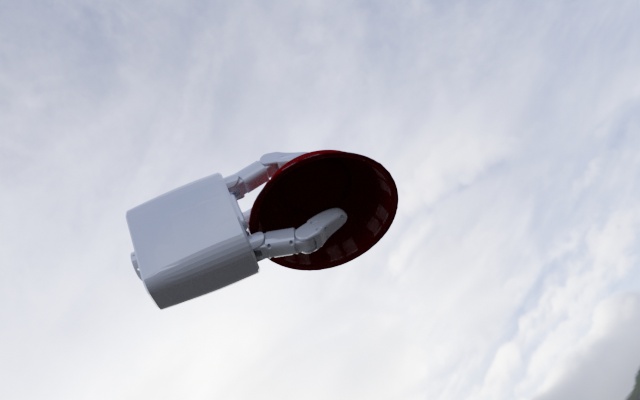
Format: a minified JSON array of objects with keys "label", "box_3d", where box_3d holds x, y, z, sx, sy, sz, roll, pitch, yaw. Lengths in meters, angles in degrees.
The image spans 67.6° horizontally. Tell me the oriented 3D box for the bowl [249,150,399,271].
[{"label":"bowl","box_3d":[0.001,0.001,0.520,0.162,0.162,0.055,0,38,-17]}]
